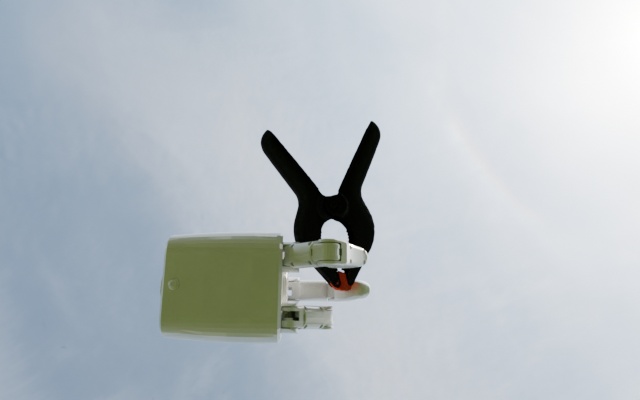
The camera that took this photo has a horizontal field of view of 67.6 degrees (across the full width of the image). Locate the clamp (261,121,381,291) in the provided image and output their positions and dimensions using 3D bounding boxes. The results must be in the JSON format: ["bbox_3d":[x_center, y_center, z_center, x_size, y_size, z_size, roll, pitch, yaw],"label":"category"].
[{"bbox_3d":[0.000,0.002,0.468,0.120,0.171,0.039,1,-13,-1],"label":"clamp"}]
